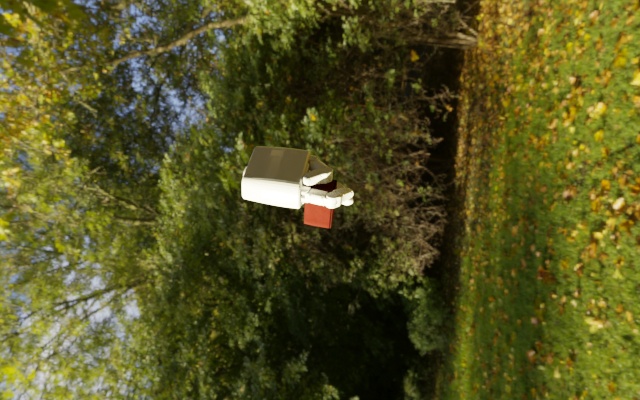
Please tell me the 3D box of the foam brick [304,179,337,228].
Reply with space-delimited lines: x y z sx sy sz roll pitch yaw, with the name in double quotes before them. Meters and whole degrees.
"foam brick" 0.000 0.003 0.885 0.051 0.078 0.053 8 31 6
